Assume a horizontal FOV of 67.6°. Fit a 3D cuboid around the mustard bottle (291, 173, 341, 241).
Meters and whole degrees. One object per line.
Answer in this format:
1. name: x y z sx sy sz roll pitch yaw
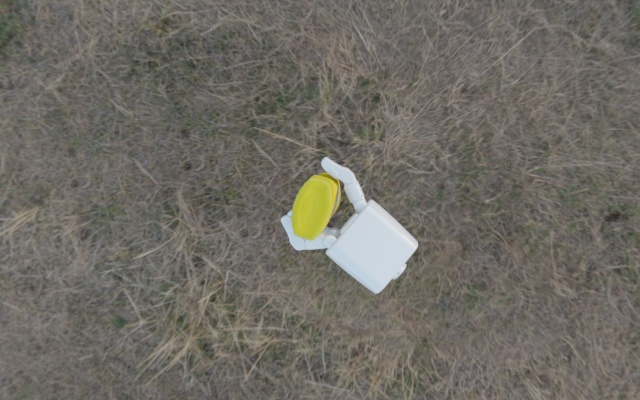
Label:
1. mustard bottle: 0.000 0.002 0.792 0.058 0.096 0.191 16 8 6
